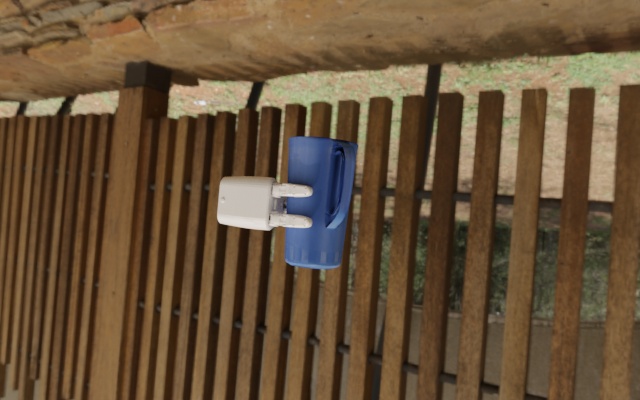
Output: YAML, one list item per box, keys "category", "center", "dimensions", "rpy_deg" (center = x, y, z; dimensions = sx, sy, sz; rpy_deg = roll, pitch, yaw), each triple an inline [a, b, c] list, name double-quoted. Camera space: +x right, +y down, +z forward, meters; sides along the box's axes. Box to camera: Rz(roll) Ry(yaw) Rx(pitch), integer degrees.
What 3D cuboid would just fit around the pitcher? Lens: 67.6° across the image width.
- category: "pitcher"
  center: [0.000, 0.003, 0.897]
  dimensions: [0.145, 0.243, 0.149]
  rpy_deg: [5, -1, 15]
